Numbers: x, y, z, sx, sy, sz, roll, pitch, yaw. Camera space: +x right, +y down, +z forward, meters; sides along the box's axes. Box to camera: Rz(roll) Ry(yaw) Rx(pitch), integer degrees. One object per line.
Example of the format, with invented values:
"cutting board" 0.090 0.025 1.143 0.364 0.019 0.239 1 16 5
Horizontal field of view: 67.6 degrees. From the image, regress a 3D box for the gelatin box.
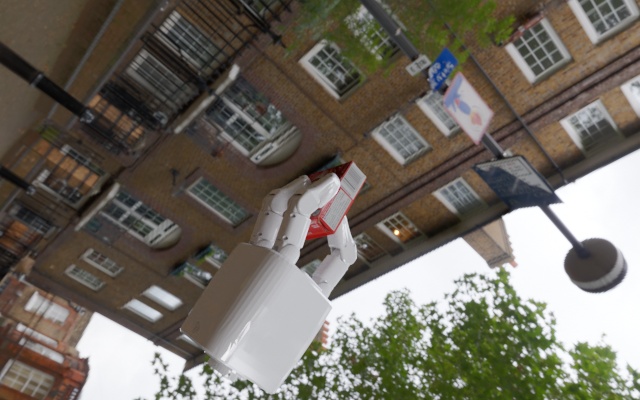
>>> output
"gelatin box" 0.001 0.002 0.522 0.073 0.089 0.030 -15 -55 48
